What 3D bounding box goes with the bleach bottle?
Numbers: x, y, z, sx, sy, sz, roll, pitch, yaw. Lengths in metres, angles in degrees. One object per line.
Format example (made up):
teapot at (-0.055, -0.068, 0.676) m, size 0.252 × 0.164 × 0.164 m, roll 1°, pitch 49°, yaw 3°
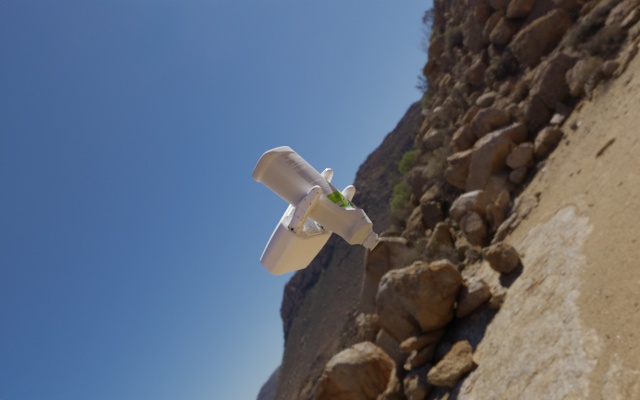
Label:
bleach bottle at (0.000, 0.003, 0.867) m, size 0.251 × 0.068 × 0.102 m, roll 40°, pitch 29°, yaw 12°
